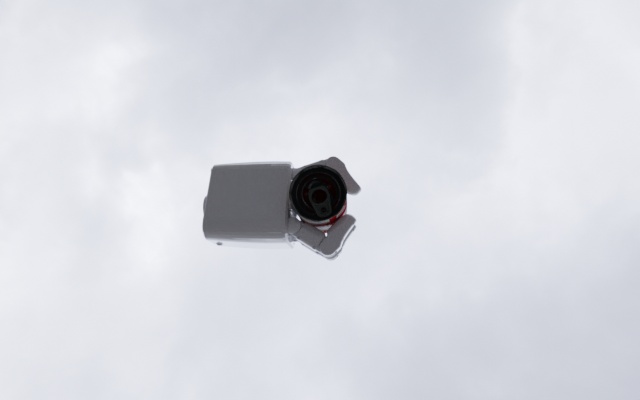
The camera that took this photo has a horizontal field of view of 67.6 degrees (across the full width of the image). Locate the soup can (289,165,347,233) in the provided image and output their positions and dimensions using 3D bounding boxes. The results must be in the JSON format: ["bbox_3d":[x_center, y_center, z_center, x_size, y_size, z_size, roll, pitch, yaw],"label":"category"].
[{"bbox_3d":[0.001,0.002,0.602,0.068,0.068,0.102,0,-13,4],"label":"soup can"}]
